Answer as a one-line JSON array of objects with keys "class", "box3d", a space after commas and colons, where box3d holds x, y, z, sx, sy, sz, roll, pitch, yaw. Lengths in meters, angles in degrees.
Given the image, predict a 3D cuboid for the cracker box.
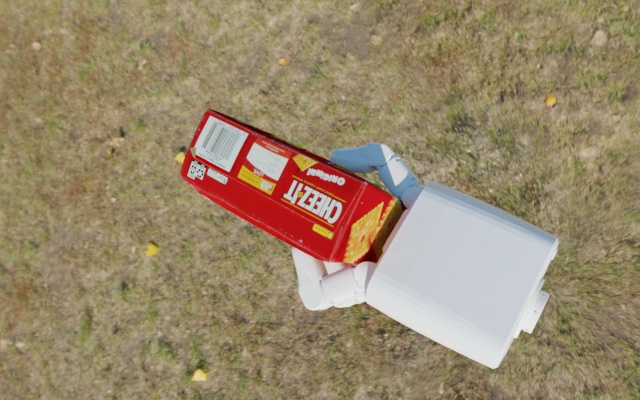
[{"class": "cracker box", "box3d": [0.000, 0.001, 0.454, 0.164, 0.072, 0.214, 26, 2, 27]}]
